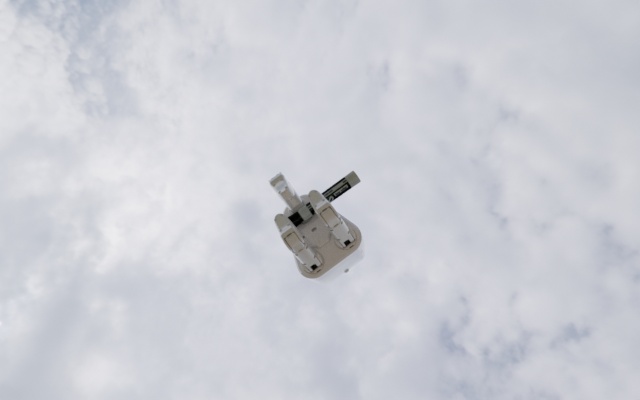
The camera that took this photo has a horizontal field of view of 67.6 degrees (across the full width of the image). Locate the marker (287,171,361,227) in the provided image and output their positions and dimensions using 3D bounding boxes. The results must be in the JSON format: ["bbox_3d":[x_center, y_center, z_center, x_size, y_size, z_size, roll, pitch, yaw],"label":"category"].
[{"bbox_3d":[0.000,0.002,0.641,0.121,0.020,0.020,-36,0,0],"label":"marker"}]
